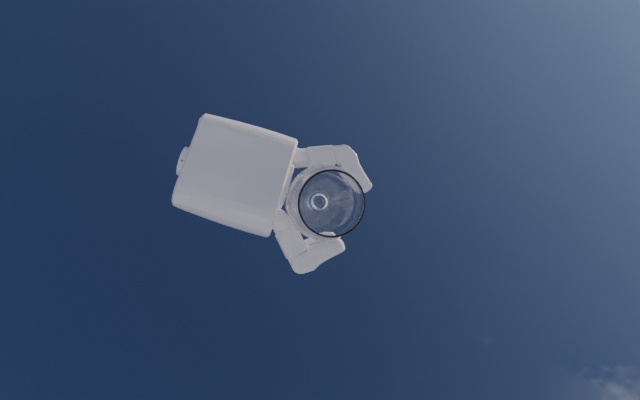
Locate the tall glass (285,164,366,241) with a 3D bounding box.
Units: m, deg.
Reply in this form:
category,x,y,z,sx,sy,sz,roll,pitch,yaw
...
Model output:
category,x,y,z,sx,sy,sz,roll,pitch,yaw
tall glass,0.000,0.002,0.525,0.079,0.079,0.201,0,1,-6
